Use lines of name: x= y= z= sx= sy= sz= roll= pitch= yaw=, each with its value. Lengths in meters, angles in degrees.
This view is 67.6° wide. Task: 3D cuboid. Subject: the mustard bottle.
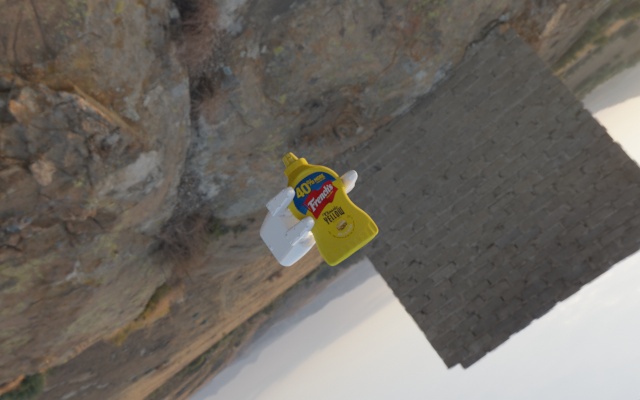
mustard bottle: x=0.000 y=0.003 z=0.767 sx=0.096 sy=0.191 sz=0.058 roll=-34 pitch=-11 yaw=-10
